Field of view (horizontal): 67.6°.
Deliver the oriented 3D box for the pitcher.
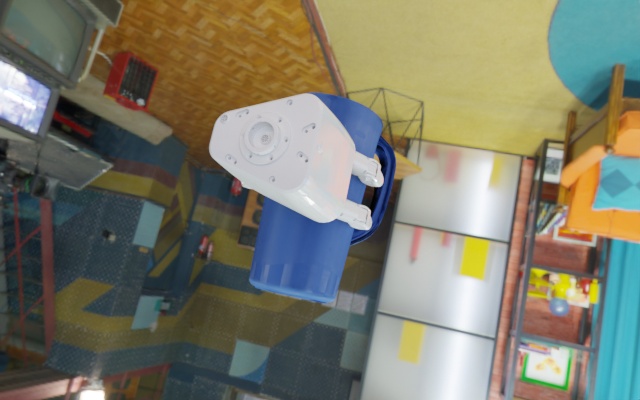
[{"bbox_3d":[0.000,0.002,0.604,0.149,0.242,0.145,9,-11,19],"label":"pitcher"}]
